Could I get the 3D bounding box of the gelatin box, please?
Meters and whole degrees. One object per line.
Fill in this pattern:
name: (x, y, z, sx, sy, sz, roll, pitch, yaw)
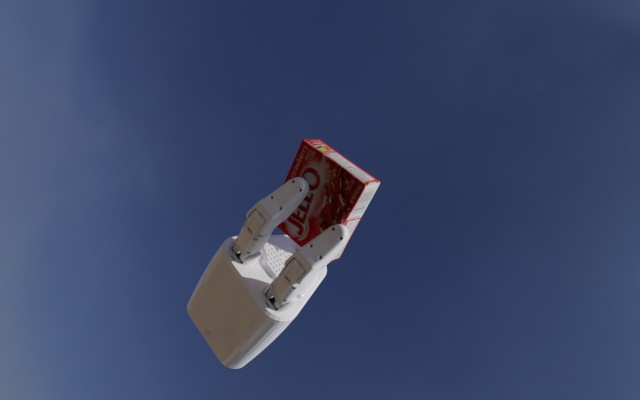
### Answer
gelatin box: (0.000, 0.001, 0.426, 0.073, 0.089, 0.030, 38, 27, 24)
